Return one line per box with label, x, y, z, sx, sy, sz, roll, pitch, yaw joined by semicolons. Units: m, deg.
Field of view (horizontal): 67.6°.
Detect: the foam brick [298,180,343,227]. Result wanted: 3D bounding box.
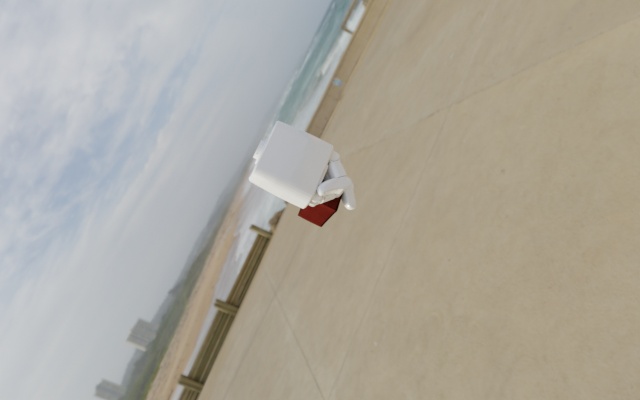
foam brick;0.000;0.003;0.863;0.051;0.053;0.078;25;-33;-10
